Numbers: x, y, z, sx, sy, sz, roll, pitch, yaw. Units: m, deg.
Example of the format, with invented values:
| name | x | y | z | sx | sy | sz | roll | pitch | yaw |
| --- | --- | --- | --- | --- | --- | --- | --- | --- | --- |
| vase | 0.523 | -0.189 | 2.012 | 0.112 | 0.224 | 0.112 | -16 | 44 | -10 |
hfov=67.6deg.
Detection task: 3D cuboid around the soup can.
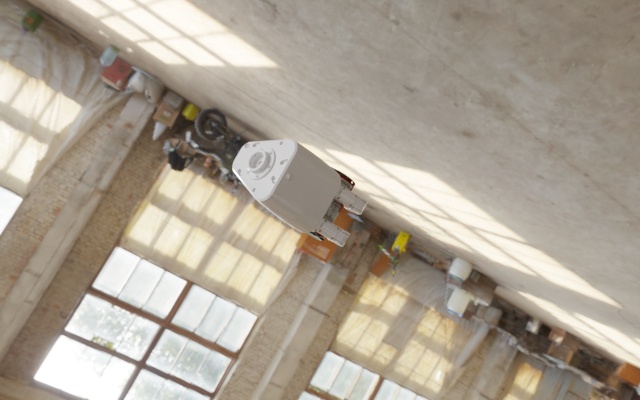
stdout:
| name | x | y | z | sx | sy | sz | roll | pitch | yaw |
| --- | --- | --- | --- | --- | --- | --- | --- | --- | --- |
| soup can | 0.000 | 0.003 | 0.731 | 0.068 | 0.102 | 0.068 | 29 | -7 | 4 |
